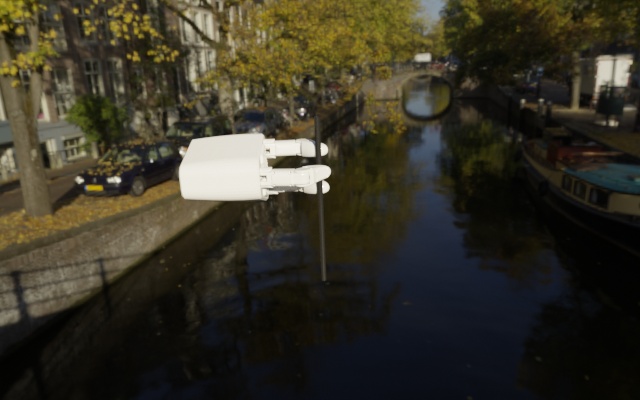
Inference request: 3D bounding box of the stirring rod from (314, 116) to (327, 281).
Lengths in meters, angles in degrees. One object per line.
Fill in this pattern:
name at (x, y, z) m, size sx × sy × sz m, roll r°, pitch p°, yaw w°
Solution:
stirring rod at (0.000, 0.002, 0.677) m, size 0.011 × 0.239 × 0.011 m, roll -2°, pitch 16°, yaw 1°
